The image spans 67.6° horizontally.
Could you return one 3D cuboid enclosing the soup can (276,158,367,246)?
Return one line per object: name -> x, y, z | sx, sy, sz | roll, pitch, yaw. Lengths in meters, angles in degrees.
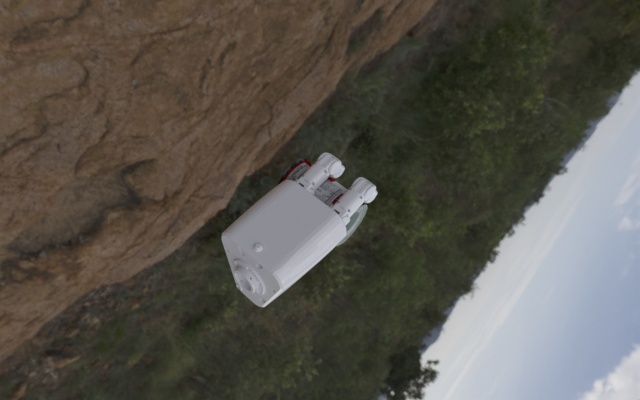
soup can -> 0.001, 0.002, 0.609 | 0.102, 0.068, 0.068 | 37, 13, 18
